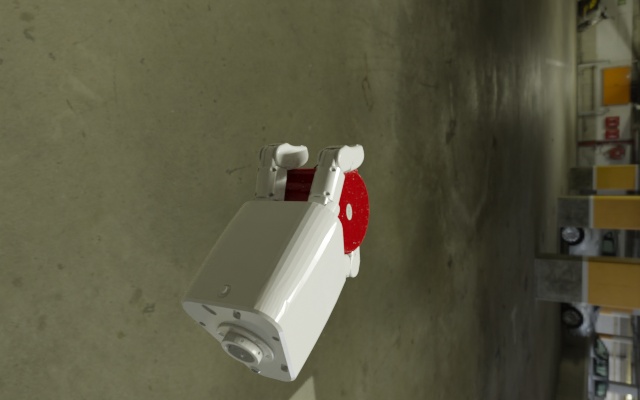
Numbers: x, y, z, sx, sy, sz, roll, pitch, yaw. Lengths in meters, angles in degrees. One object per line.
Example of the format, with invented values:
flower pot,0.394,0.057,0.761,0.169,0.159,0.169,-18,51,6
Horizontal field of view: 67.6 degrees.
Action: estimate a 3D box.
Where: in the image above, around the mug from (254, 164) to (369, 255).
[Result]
mug,0.001,0.001,0.474,0.081,0.093,0.117,2,44,32
